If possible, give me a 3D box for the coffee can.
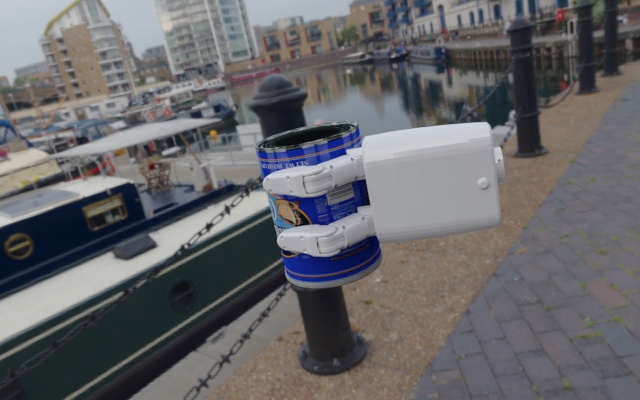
[{"bbox_3d":[0.000,0.002,0.478,0.103,0.140,0.102,-11,17,3],"label":"coffee can"}]
